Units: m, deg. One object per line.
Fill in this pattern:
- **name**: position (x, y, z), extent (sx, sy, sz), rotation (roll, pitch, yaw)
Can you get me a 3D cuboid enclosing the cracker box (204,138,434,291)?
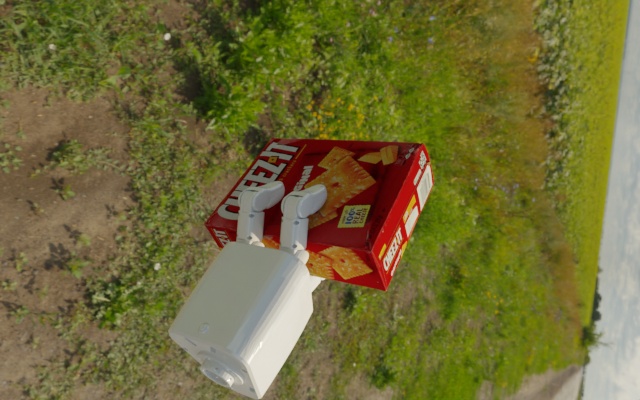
- **cracker box**: position (0.000, 0.002, 0.545), extent (0.213, 0.072, 0.164), rotation (7, 47, 31)
